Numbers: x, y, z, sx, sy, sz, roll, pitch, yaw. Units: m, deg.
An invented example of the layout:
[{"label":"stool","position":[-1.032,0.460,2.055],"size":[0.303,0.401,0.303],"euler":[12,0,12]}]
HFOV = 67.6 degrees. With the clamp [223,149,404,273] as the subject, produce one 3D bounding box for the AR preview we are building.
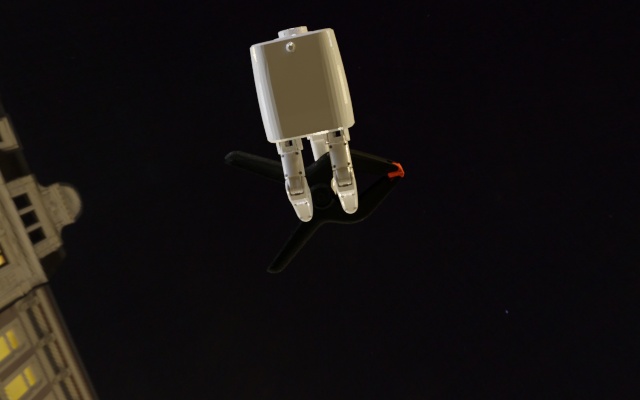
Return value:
[{"label":"clamp","position":[0.001,0.001,0.589],"size":[0.210,0.164,0.036],"euler":[-10,17,7]}]
